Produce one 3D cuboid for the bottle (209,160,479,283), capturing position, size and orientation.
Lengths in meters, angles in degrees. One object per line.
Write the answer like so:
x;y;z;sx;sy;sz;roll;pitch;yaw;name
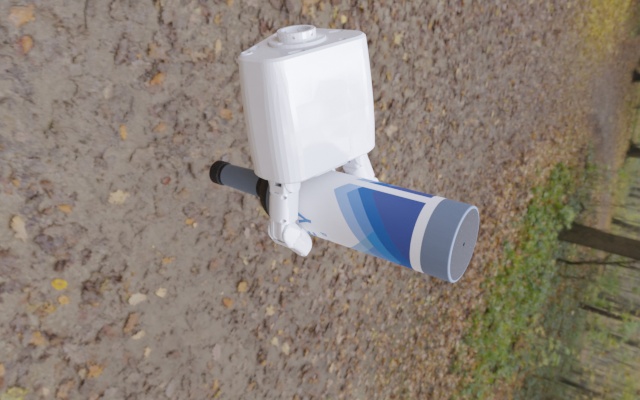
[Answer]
0.000;0.002;0.472;0.295;0.069;0.069;16;9;33;bottle
